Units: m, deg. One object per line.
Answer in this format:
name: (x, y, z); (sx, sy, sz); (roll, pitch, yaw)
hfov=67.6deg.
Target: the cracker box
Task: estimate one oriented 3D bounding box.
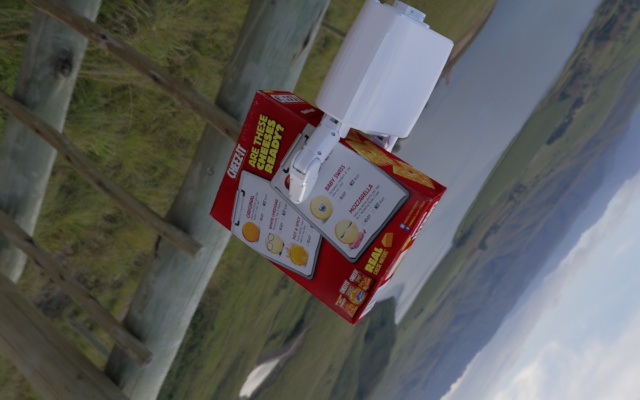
cracker box: (0.000, 0.002, 0.520); (0.213, 0.164, 0.072); (35, 25, 18)
